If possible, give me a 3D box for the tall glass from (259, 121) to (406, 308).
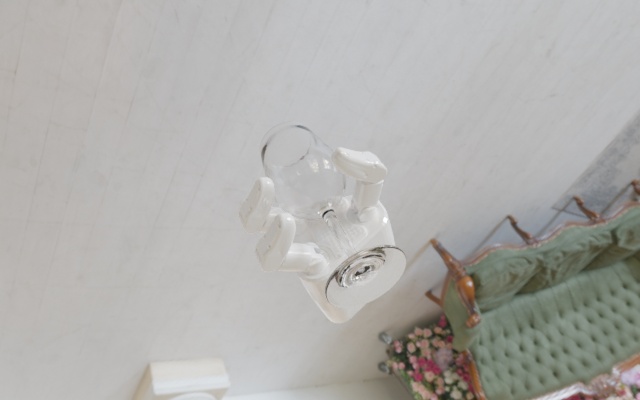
[{"bbox_3d":[0.000,0.002,0.458,0.079,0.079,0.201,0,39,-30],"label":"tall glass"}]
